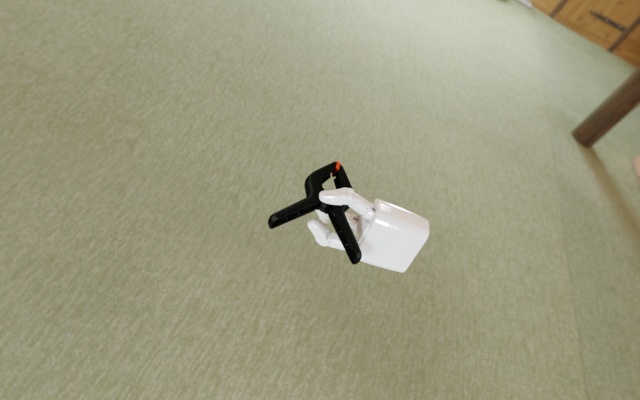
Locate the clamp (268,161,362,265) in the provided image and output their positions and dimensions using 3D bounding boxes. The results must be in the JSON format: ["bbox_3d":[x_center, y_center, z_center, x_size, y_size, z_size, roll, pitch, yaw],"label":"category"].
[{"bbox_3d":[0.001,0.002,0.833,0.164,0.209,0.036,20,-45,-13],"label":"clamp"}]
